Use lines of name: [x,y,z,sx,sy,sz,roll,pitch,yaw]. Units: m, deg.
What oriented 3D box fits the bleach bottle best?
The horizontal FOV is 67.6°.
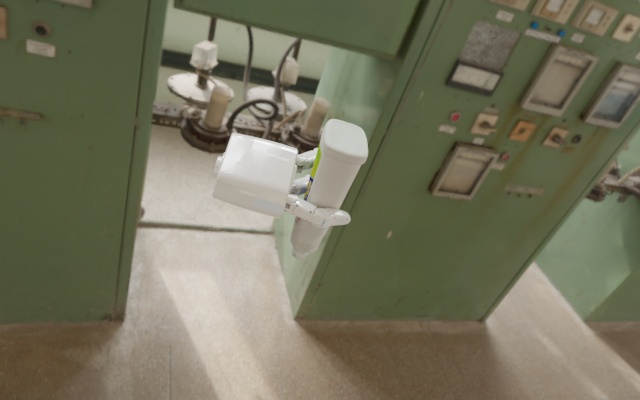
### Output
bleach bottle: [0.000,0.002,0.759,0.068,0.251,0.102,16,35,-8]
